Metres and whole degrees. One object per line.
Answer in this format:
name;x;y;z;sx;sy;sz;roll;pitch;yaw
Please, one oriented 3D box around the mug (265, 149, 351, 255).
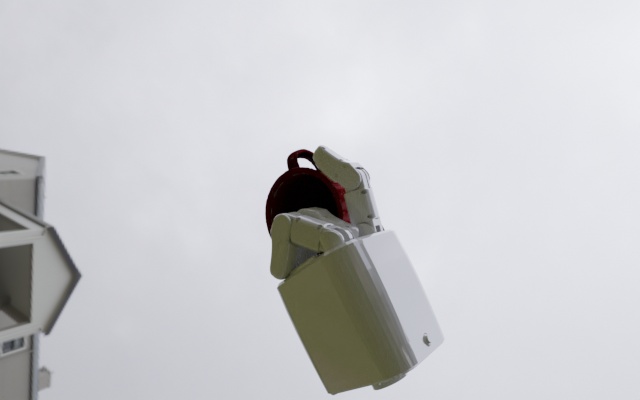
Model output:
mug;0.000;0.000;0.491;0.093;0.117;0.081;-31;-14;32
